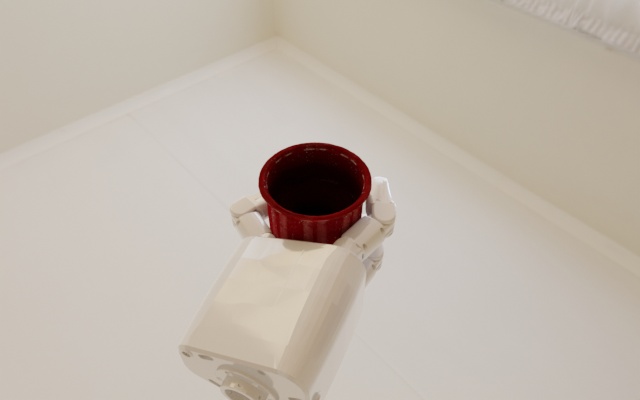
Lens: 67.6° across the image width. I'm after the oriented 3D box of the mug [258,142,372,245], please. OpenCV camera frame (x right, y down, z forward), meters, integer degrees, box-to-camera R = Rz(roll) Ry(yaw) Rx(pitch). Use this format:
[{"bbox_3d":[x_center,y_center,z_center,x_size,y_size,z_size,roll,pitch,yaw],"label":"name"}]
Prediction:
[{"bbox_3d":[0.001,0.001,0.427,0.093,0.082,0.117,18,49,16],"label":"mug"}]
